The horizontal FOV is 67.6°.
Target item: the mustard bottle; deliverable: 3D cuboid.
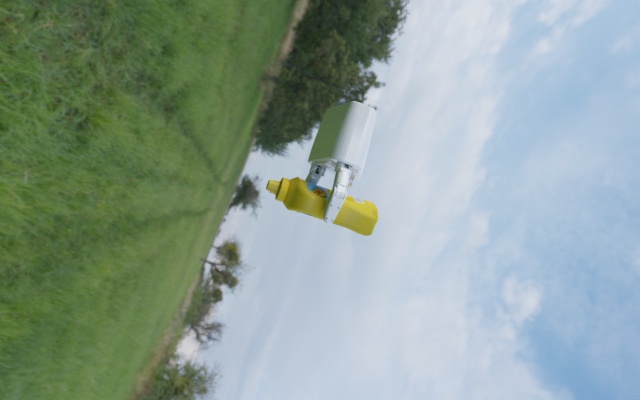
[{"bbox_3d":[0.000,0.003,0.817,0.191,0.058,0.096,19,13,-12],"label":"mustard bottle"}]
